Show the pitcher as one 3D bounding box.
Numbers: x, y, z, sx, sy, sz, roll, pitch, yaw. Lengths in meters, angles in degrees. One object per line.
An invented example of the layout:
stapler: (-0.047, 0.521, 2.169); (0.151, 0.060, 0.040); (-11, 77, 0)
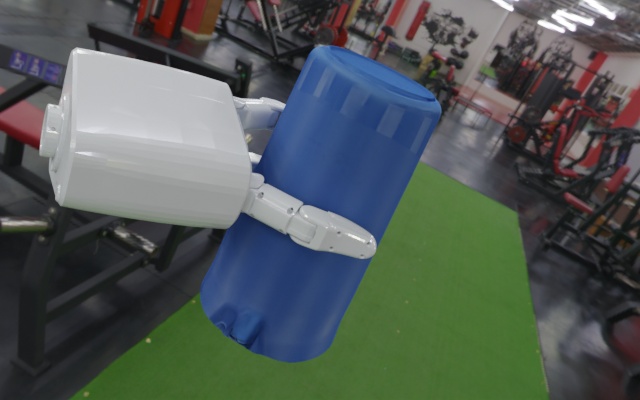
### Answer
pitcher: (0.000, 0.001, 0.410); (0.145, 0.243, 0.149); (9, 28, -33)
